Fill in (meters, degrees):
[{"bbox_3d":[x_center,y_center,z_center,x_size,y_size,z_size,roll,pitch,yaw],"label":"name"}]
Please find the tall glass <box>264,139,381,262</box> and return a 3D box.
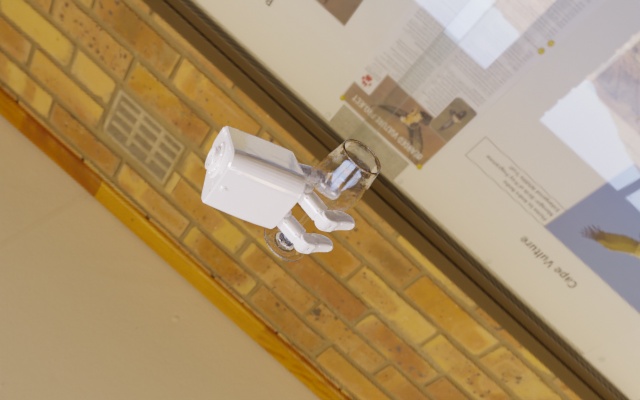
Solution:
[{"bbox_3d":[0.000,0.003,0.684,0.079,0.079,0.201,0,-38,-45],"label":"tall glass"}]
